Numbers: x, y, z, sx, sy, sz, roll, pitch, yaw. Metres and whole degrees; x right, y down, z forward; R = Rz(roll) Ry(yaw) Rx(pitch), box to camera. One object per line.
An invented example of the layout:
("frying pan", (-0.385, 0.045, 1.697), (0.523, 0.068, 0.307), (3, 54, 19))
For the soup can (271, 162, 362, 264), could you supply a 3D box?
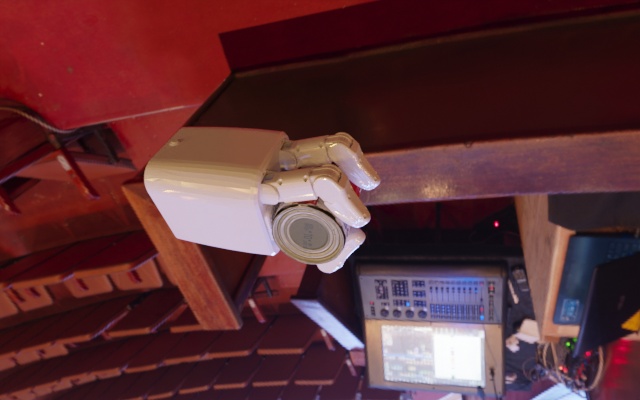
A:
("soup can", (0.000, 0.002, 0.447), (0.068, 0.068, 0.102), (0, 36, 16))
